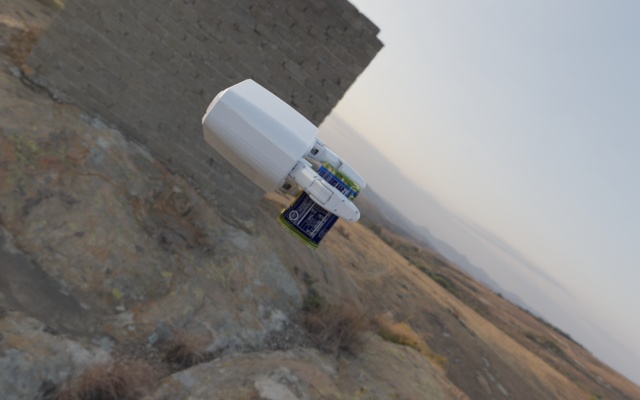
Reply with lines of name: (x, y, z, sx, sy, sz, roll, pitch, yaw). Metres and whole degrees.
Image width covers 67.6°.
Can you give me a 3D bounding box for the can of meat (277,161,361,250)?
can of meat: (0.000, 0.002, 0.556, 0.057, 0.084, 0.102, 38, 6, -3)
